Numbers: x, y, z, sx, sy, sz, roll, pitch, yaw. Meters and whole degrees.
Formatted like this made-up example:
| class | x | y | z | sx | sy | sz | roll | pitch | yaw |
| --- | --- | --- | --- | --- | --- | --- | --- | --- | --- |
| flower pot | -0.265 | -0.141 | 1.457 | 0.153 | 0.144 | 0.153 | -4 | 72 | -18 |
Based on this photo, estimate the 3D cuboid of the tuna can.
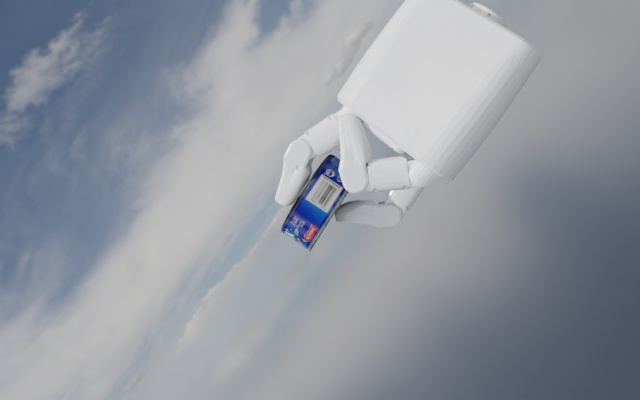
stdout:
| class | x | y | z | sx | sy | sz | roll | pitch | yaw |
| --- | --- | --- | --- | --- | --- | --- | --- | --- | --- |
| tuna can | 0.000 | 0.001 | 0.432 | 0.034 | 0.086 | 0.086 | 33 | 1 | 2 |
